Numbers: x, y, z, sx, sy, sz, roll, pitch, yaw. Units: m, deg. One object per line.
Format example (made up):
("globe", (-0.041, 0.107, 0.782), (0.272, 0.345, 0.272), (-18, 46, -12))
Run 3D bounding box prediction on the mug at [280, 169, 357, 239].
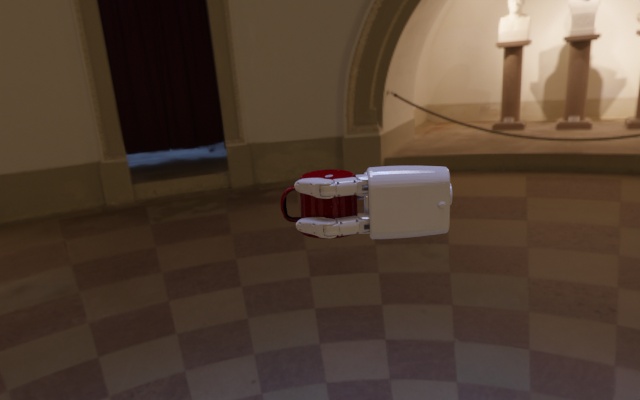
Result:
("mug", (-0.001, 0.002, 0.695), (0.117, 0.081, 0.093), (-3, 16, 2))
